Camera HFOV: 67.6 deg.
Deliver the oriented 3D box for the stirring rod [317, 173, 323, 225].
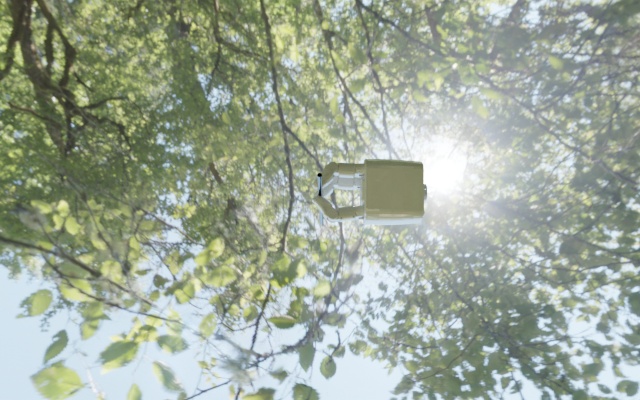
[{"bbox_3d":[0.000,0.003,0.897,0.011,0.011,0.240,0,-22,1],"label":"stirring rod"}]
